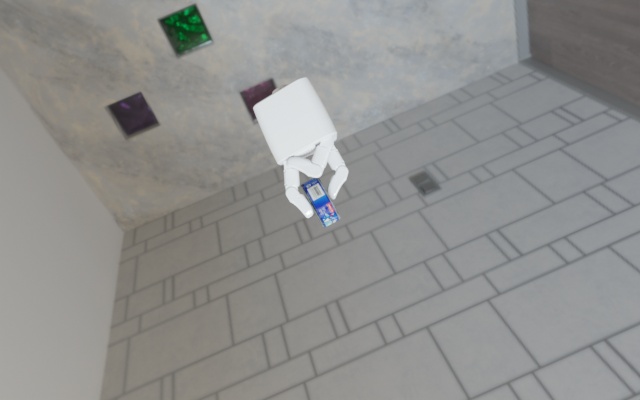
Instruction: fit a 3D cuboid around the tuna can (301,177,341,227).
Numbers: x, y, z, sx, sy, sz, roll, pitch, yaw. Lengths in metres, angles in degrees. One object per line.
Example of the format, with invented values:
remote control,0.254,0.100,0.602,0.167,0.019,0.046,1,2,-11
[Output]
tuna can,0.000,0.003,0.823,0.034,0.086,0.086,-29,1,-2
